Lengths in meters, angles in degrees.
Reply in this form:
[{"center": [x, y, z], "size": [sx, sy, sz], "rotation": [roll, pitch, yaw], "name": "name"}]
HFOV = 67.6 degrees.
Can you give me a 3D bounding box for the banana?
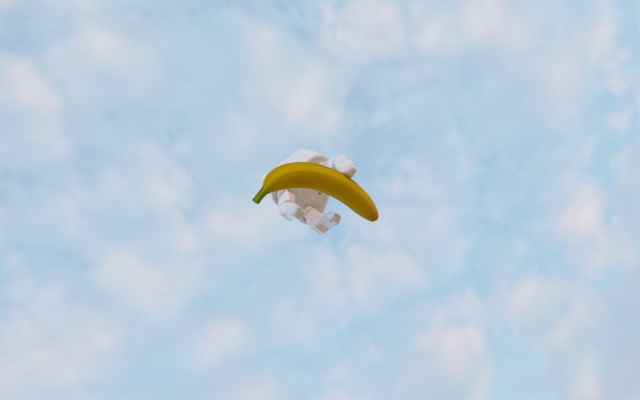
[{"center": [0.001, -0.016, 0.686], "size": [0.198, 0.069, 0.037], "rotation": [10, 7, -22], "name": "banana"}]
